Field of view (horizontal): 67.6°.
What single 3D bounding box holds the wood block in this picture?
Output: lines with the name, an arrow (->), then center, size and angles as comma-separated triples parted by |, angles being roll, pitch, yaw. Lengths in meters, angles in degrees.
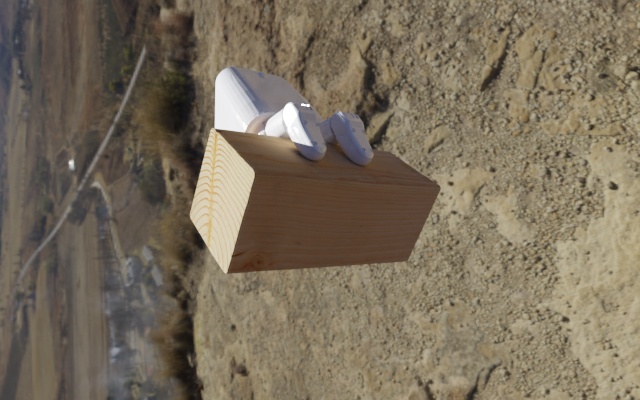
wood block -> 0.000, 0.002, 0.445 | 0.206, 0.091, 0.090 | 2, 28, -37
